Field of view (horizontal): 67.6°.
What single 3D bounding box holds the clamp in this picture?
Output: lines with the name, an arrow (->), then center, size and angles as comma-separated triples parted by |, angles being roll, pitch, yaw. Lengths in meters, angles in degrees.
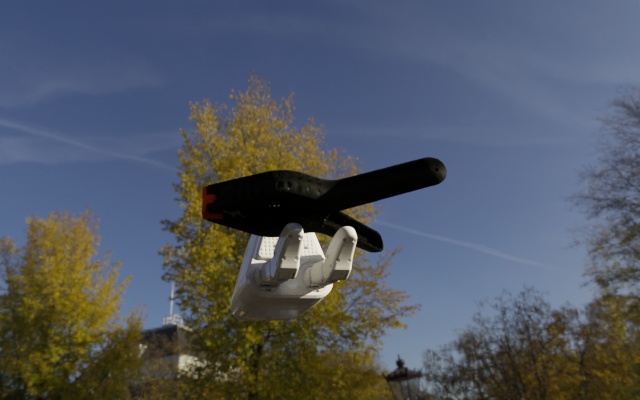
clamp -> -0.001, 0.001, 0.444 | 0.210, 0.036, 0.165 | 6, -33, -21
